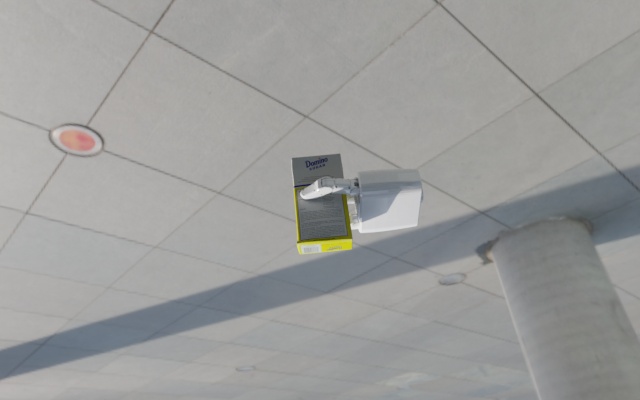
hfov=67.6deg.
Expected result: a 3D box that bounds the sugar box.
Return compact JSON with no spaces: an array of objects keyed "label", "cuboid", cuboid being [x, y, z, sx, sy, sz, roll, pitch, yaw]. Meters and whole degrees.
[{"label":"sugar box","cuboid":[0.000,0.003,0.837,0.093,0.176,0.048,-5,-33,-1]}]
